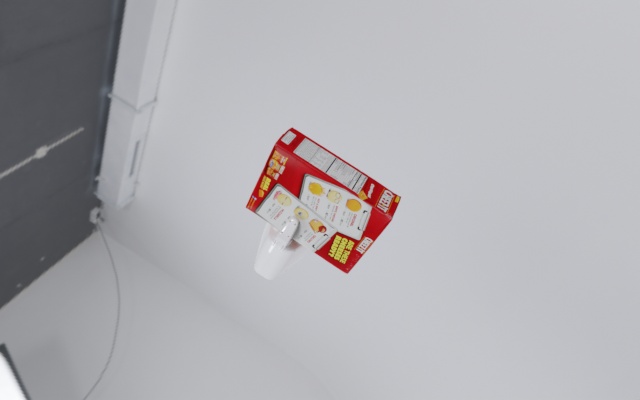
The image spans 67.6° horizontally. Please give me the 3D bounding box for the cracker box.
[{"bbox_3d":[0.000,0.003,0.793,0.213,0.164,0.072,32,43,1],"label":"cracker box"}]
